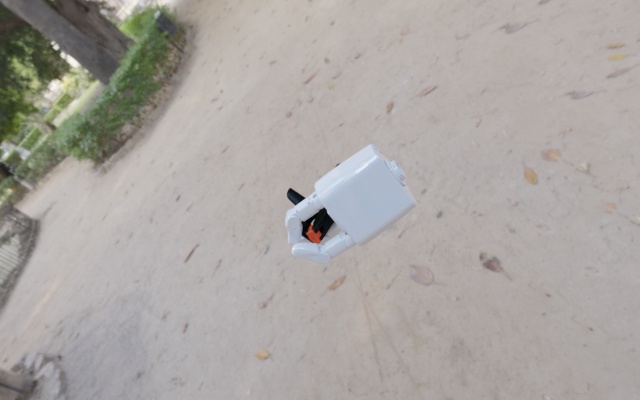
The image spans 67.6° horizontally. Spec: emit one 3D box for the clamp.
[{"bbox_3d":[0.000,0.002,0.792,0.120,0.039,0.171,-35,32,14],"label":"clamp"}]
